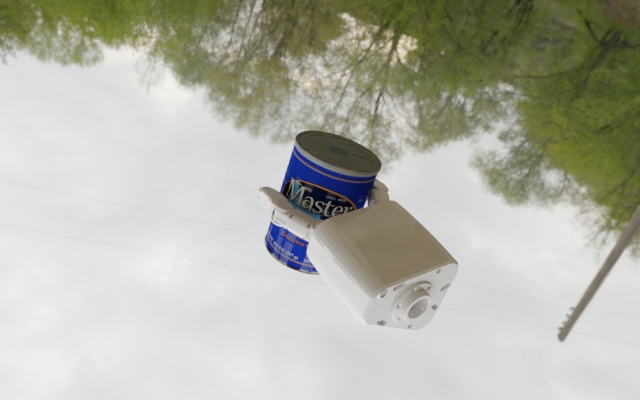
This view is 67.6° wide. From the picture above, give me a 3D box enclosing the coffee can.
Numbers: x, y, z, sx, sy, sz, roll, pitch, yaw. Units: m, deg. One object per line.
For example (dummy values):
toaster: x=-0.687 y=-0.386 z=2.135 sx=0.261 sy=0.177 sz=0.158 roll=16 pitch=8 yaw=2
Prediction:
coffee can: x=0.000 y=0.002 z=0.569 sx=0.103 sy=0.140 sz=0.102 roll=16 pitch=26 yaw=-8
